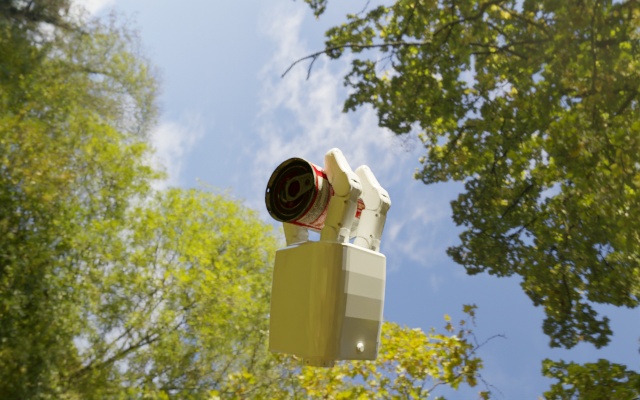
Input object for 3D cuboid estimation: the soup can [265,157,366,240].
[{"bbox_3d":[0.000,0.001,0.514,0.068,0.068,0.102,0,-15,41],"label":"soup can"}]
